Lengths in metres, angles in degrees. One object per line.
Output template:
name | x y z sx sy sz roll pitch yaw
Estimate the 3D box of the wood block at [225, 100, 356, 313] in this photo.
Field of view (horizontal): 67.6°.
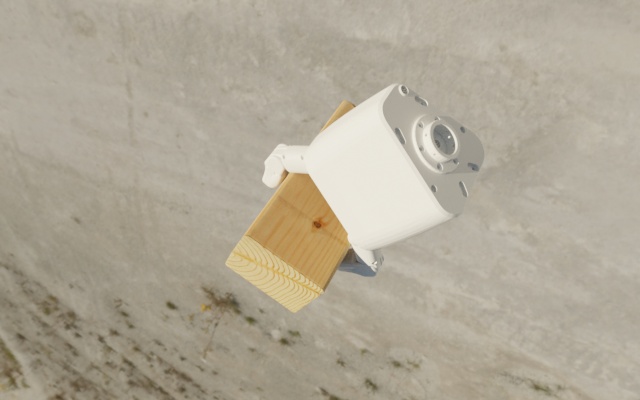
wood block | 0.000 0.001 0.513 0.091 0.206 0.090 36 -34 -4
